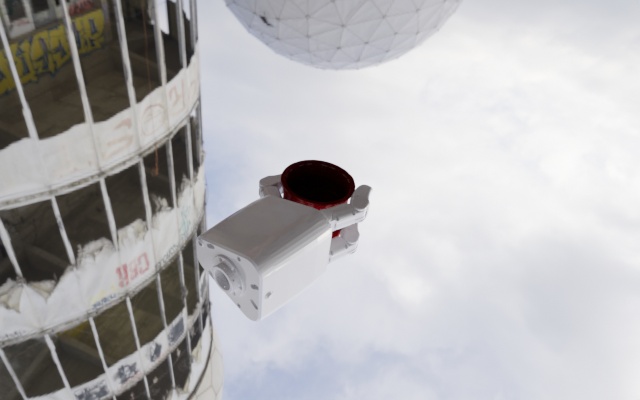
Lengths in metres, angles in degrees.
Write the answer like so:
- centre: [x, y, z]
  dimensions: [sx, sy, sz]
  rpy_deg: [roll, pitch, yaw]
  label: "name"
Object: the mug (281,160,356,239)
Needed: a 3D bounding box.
- centre: [0.001, 0.002, 0.622]
  dimensions: [0.093, 0.082, 0.117]
  rpy_deg: [35, 44, 28]
  label: "mug"
